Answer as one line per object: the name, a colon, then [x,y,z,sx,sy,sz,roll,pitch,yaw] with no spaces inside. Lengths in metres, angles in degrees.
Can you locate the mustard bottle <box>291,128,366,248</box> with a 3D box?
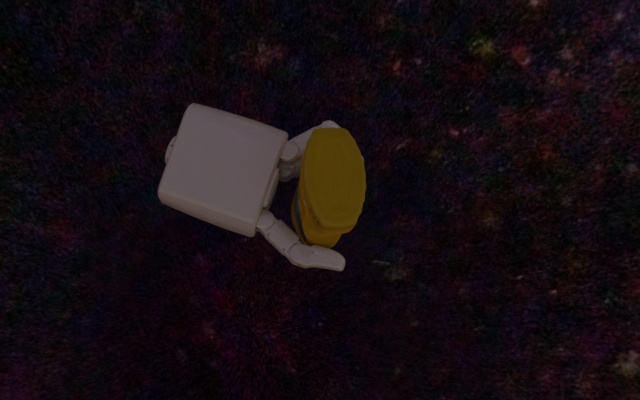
mustard bottle: [0.000,0.002,0.511,0.058,0.096,0.192,-4,-14,-9]
